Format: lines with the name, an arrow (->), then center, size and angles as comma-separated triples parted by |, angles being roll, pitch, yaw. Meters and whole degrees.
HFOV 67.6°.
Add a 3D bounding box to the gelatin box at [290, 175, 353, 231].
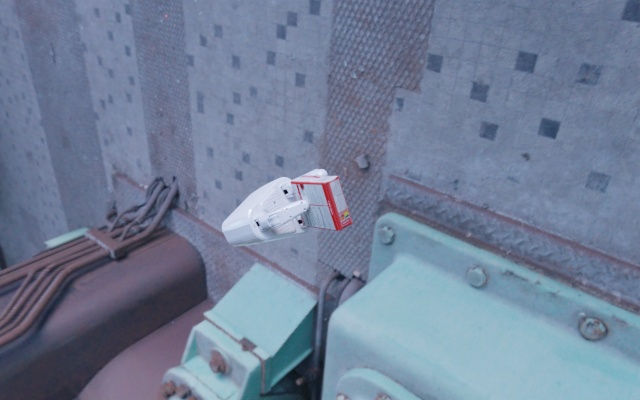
gelatin box -> 0.000, 0.002, 0.689 | 0.030, 0.073, 0.089 | -27, 18, -33
